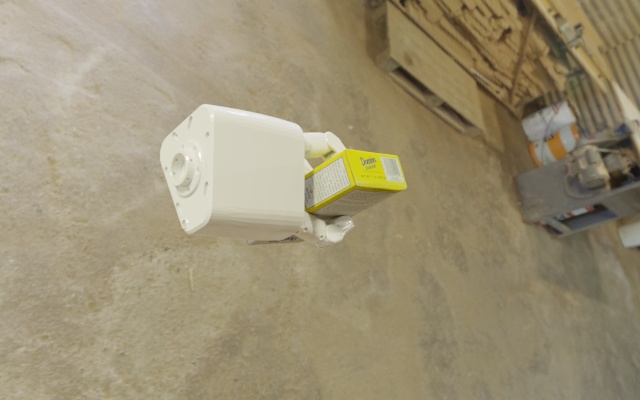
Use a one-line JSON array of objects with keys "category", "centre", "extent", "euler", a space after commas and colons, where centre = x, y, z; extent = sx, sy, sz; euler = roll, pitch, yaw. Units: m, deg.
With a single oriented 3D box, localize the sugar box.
[{"category": "sugar box", "centre": [0.000, 0.001, 0.538], "extent": [0.176, 0.048, 0.093], "euler": [-26, -19, 39]}]
